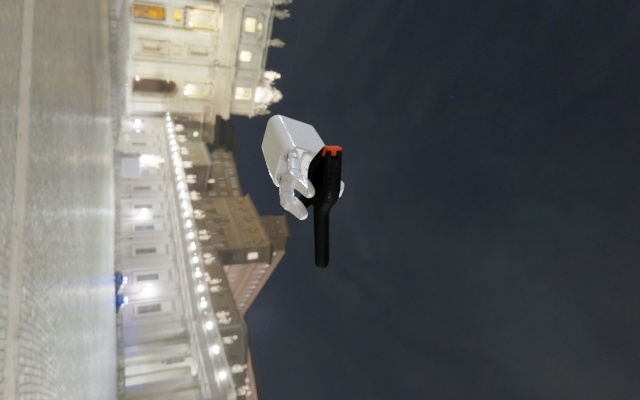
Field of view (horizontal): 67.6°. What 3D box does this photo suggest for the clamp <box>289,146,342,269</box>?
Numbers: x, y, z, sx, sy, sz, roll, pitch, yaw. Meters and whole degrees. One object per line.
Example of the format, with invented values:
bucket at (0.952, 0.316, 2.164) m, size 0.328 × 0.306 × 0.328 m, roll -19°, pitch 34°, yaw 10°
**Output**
clamp at (0.001, 0.002, 0.827) m, size 0.036 × 0.164 × 0.210 m, roll -4°, pitch -43°, yaw -26°
